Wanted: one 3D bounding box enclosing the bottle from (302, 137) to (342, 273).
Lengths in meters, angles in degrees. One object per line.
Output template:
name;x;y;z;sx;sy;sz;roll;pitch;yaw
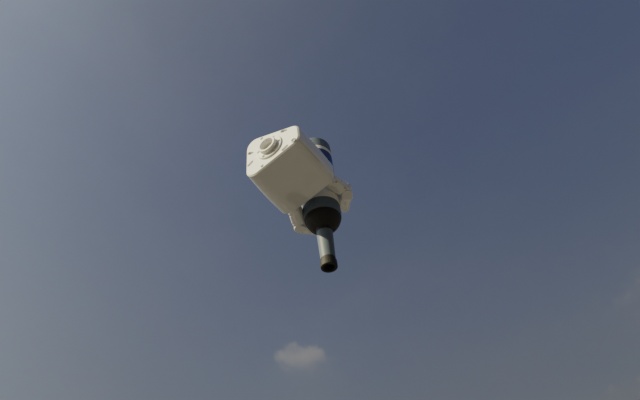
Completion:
bottle;0.000;0.003;0.855;0.069;0.069;0.295;-4;45;-4
